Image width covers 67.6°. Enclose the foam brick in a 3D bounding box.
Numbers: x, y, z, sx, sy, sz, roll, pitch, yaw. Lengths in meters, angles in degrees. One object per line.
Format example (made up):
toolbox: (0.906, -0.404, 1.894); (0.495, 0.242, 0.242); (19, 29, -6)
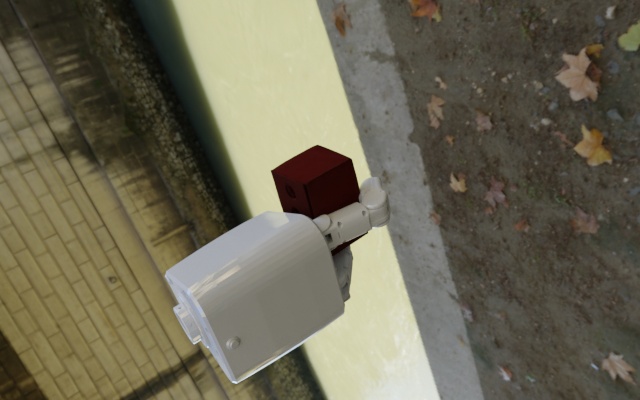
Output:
foam brick: (0.000, 0.001, 0.410); (0.051, 0.078, 0.053); (-29, 31, -24)
